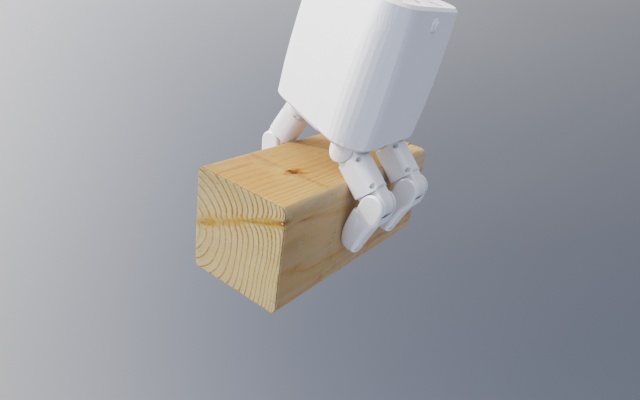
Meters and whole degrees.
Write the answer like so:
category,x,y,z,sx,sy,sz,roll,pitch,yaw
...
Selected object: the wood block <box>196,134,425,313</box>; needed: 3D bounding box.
category,x,y,z,sx,sy,sz,roll,pitch,yaw
wood block,0.000,0.001,0.428,0.091,0.090,0.206,25,30,31
